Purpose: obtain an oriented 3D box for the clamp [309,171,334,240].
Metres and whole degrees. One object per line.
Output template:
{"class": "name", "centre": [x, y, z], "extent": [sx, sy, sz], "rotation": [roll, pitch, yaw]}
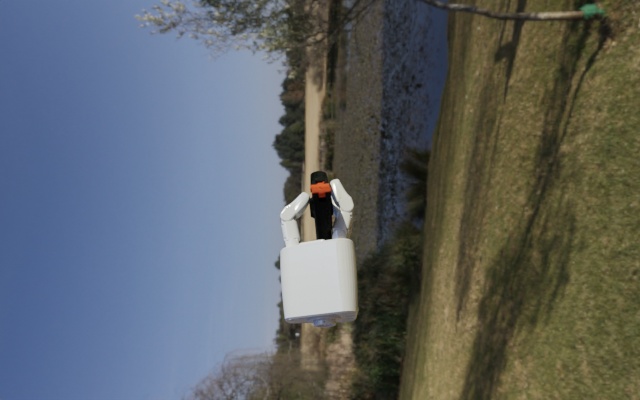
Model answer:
{"class": "clamp", "centre": [-0.001, 0.003, 0.751], "extent": [0.036, 0.164, 0.210], "rotation": [-7, -22, -1]}
